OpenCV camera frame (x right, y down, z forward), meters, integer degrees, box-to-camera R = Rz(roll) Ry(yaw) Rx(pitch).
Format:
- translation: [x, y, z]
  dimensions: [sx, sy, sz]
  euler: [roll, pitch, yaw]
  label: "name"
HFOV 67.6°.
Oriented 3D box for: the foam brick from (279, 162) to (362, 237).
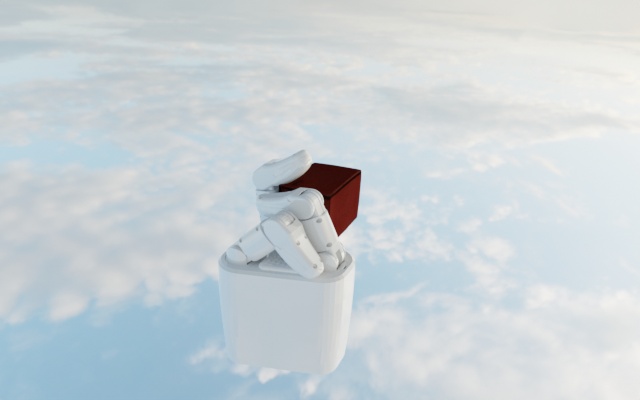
- translation: [0.000, 0.001, 0.452]
  dimensions: [0.053, 0.051, 0.078]
  euler: [12, 25, 23]
  label: "foam brick"
